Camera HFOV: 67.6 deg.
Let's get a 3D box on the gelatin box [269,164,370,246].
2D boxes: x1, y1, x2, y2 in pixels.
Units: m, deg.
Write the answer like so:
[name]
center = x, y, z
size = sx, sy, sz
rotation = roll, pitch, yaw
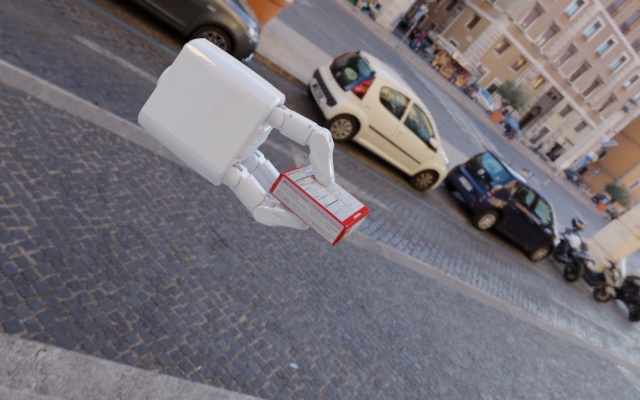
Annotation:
[gelatin box]
center = 0.001, 0.002, 0.503
size = 0.089, 0.030, 0.073
rotation = 39, 24, 11
